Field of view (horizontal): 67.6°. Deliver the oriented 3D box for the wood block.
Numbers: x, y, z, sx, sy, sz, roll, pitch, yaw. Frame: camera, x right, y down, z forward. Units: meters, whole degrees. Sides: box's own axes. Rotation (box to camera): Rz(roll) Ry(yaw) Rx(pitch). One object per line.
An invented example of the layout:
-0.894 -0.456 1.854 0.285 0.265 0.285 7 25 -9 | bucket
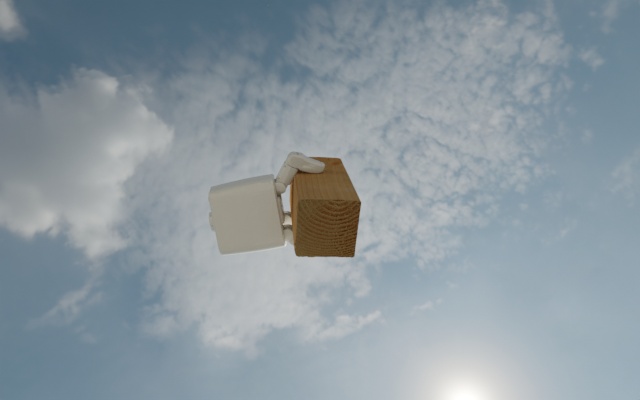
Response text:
0.000 0.002 0.763 0.090 0.091 0.206 2 22 -7 | wood block
